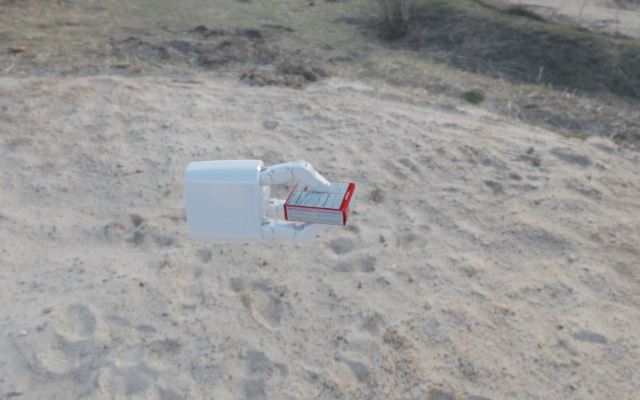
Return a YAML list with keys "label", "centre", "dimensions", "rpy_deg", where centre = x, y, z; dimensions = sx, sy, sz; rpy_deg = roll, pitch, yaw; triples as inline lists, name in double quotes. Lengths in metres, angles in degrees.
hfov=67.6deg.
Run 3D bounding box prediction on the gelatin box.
- label: "gelatin box"
  centre: [0.000, 0.002, 0.680]
  dimensions: [0.089, 0.030, 0.073]
  rpy_deg: [4, 33, 15]
